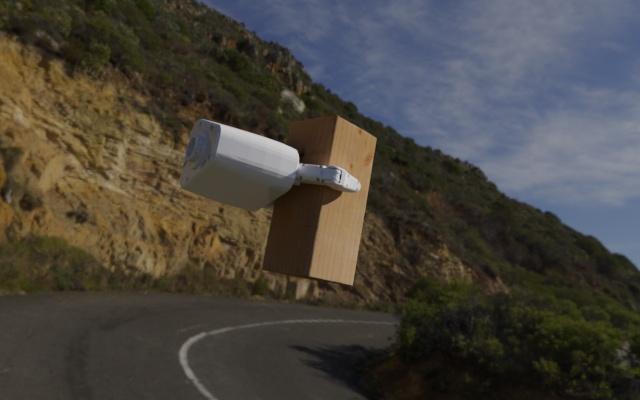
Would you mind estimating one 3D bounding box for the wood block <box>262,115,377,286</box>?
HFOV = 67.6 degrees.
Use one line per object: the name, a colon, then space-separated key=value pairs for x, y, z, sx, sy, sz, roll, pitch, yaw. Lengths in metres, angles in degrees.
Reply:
wood block: x=0.000 y=0.002 z=0.642 sx=0.091 sy=0.206 sz=0.090 roll=0 pitch=-15 yaw=44
